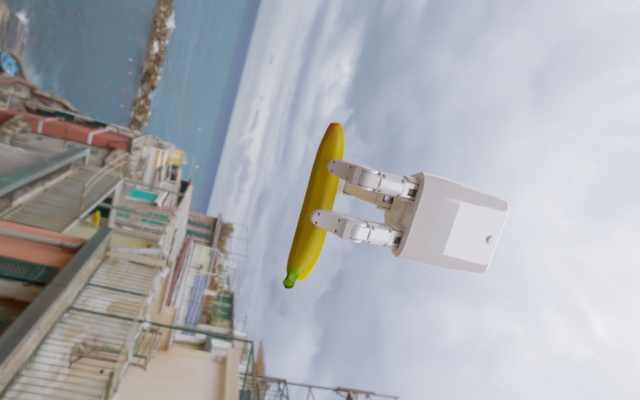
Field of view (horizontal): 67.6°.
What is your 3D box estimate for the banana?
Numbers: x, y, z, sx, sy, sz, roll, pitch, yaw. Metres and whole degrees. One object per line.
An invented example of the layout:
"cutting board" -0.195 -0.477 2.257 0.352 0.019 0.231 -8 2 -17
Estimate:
"banana" -0.003 0.009 0.554 0.037 0.197 0.070 15 -14 -4
